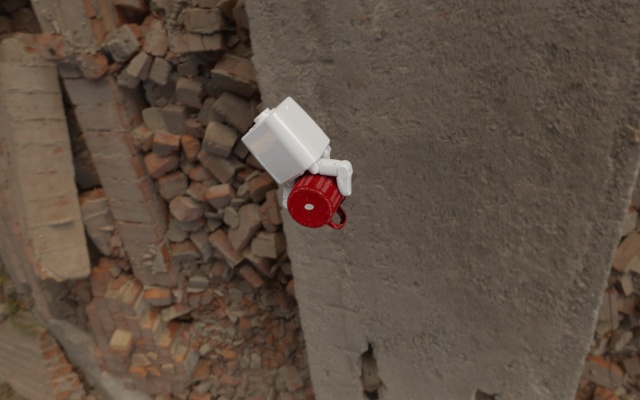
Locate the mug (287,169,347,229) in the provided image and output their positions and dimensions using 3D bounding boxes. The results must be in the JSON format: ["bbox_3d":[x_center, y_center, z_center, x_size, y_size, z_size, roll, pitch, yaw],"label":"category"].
[{"bbox_3d":[0.001,0.004,0.817,0.093,0.117,0.081,-33,15,32],"label":"mug"}]
